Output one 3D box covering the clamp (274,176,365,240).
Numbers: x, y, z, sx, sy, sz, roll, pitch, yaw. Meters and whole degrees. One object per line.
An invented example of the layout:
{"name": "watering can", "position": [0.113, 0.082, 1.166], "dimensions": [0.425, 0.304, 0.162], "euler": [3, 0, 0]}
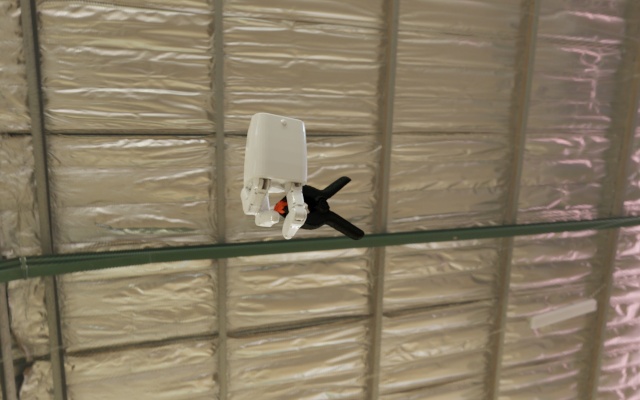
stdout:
{"name": "clamp", "position": [0.000, 0.003, 0.825], "dimensions": [0.171, 0.120, 0.039], "euler": [12, -35, -34]}
